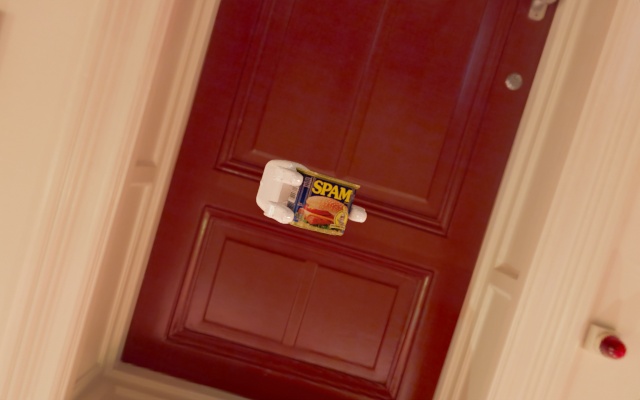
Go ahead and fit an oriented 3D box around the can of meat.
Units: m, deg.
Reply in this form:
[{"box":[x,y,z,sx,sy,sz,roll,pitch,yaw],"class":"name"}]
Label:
[{"box":[0.000,0.003,0.731,0.102,0.084,0.057,15,4,-31],"class":"can of meat"}]
